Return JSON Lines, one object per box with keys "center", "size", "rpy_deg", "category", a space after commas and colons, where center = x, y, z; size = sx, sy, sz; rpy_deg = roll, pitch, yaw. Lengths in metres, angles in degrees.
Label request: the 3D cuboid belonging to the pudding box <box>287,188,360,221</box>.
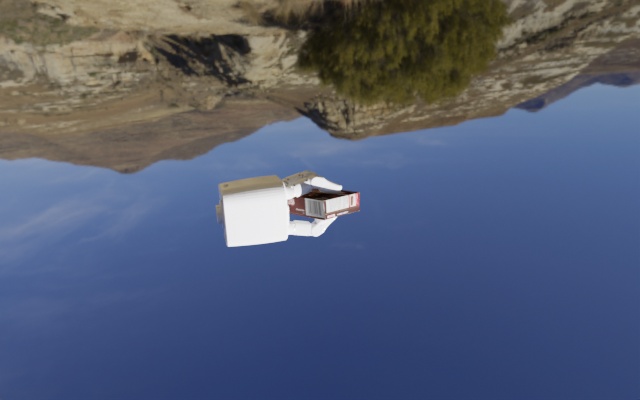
{"center": [0.000, 0.003, 0.851], "size": [0.090, 0.039, 0.113], "rpy_deg": [-14, 18, -42], "category": "pudding box"}
